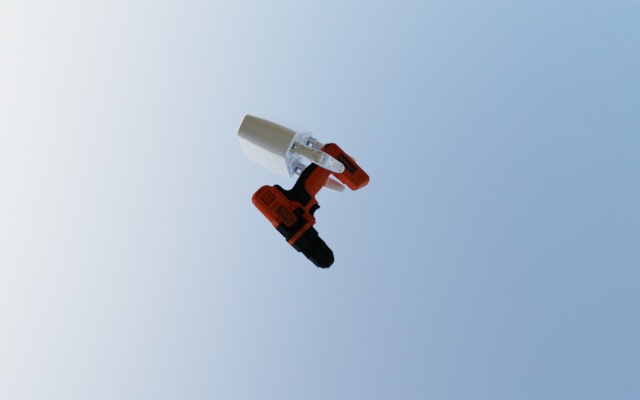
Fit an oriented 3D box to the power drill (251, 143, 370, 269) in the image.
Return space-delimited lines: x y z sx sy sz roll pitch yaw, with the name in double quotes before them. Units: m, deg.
"power drill" 0.000 0.002 0.850 0.187 0.184 0.057 -44 0 -19
